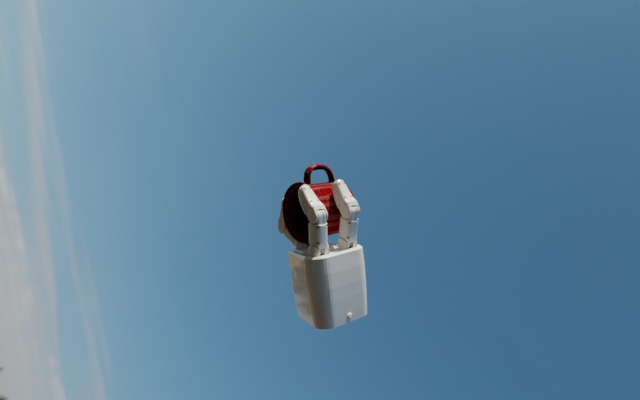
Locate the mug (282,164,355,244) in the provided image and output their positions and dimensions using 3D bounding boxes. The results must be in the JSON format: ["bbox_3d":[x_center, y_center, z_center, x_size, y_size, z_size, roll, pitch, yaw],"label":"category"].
[{"bbox_3d":[0.000,0.001,0.735,0.081,0.117,0.093,-9,6,-41],"label":"mug"}]
